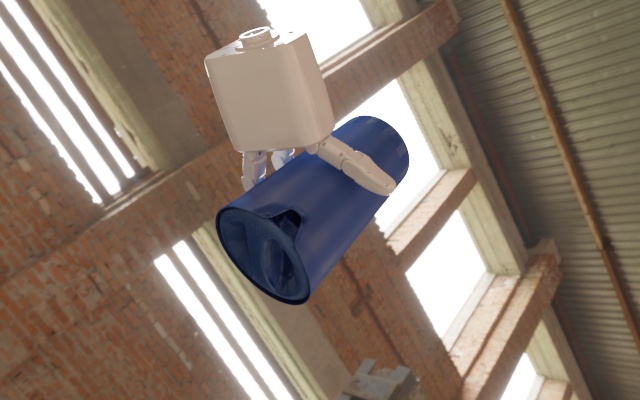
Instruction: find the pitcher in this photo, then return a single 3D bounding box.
[{"bbox_3d":[0.000,0.002,0.578,0.149,0.145,0.242,11,41,40],"label":"pitcher"}]
